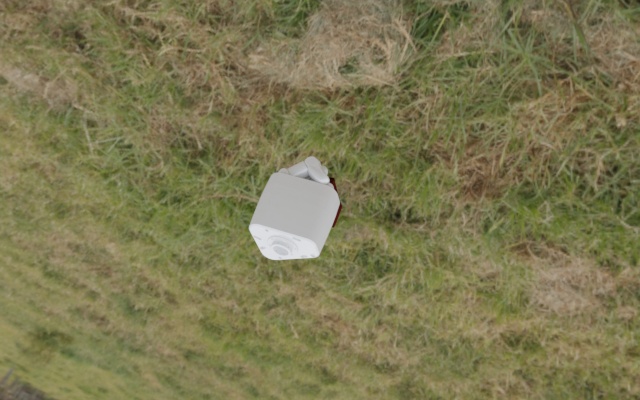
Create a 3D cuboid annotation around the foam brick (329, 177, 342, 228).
[{"bbox_3d":[0.000,0.003,0.826,0.053,0.051,0.078,5,-39,21],"label":"foam brick"}]
